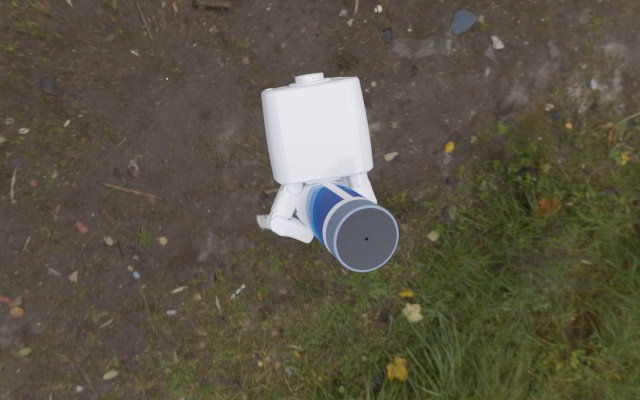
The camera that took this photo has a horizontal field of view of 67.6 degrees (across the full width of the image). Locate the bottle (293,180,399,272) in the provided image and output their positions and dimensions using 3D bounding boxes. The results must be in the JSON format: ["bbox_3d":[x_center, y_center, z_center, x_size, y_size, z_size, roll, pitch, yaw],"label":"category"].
[{"bbox_3d":[0.000,0.002,0.584,0.069,0.069,0.295,0,14,-18],"label":"bottle"}]
